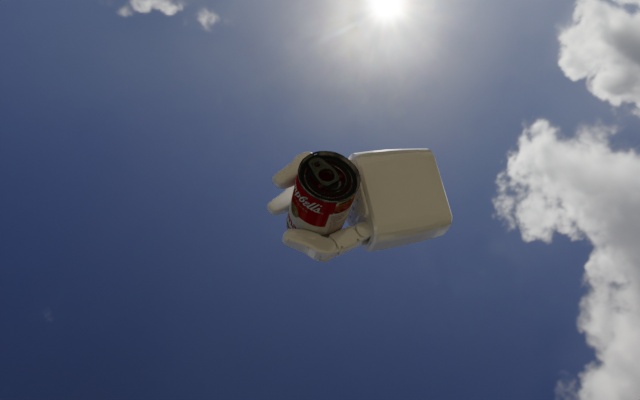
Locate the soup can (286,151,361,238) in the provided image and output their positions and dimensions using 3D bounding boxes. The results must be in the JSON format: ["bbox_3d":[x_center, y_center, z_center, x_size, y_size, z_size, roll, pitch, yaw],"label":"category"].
[{"bbox_3d":[0.000,0.002,0.543,0.068,0.068,0.102,0,-34,-13],"label":"soup can"}]
